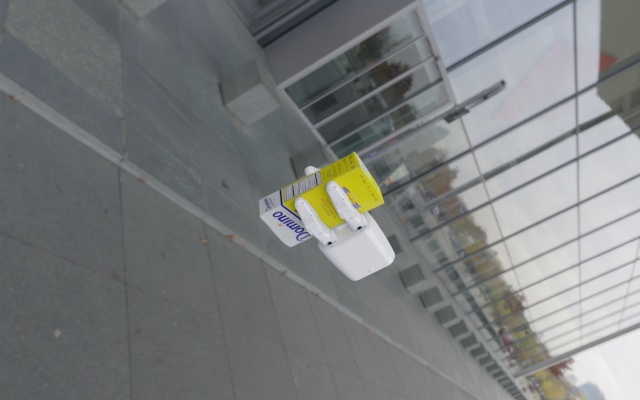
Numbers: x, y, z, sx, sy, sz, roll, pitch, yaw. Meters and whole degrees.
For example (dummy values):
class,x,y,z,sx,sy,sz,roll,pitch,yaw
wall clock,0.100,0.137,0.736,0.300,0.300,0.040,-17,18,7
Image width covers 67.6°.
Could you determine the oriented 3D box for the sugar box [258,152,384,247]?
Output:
class,x,y,z,sx,sy,sz,roll,pitch,yaw
sugar box,0.000,0.003,0.751,0.176,0.048,0.093,-28,-50,12
